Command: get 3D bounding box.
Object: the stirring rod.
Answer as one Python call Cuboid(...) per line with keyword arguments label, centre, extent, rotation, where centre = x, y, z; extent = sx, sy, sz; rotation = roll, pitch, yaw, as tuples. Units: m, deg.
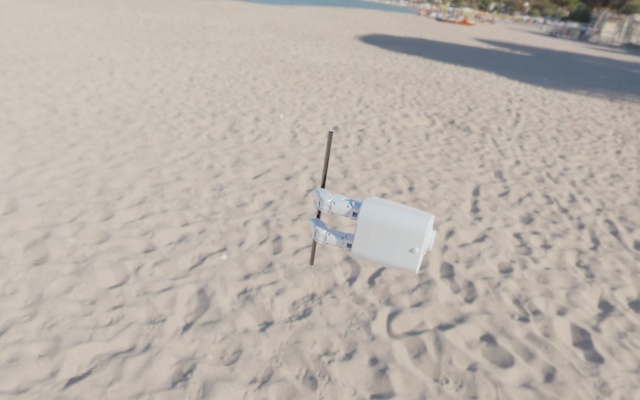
Cuboid(label="stirring rod", centre=(0.000, 0.003, 0.790), extent=(0.011, 0.240, 0.011), rotation=(7, 24, -3))
